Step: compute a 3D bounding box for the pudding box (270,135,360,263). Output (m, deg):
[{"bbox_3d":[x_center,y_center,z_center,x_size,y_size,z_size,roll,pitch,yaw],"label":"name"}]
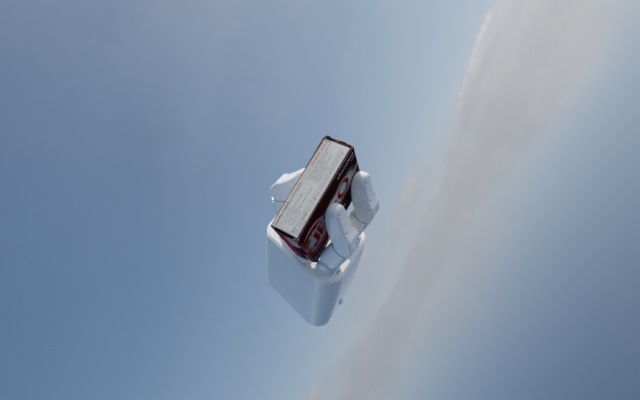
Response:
[{"bbox_3d":[0.000,0.002,0.503,0.039,0.113,0.090,24,-14,18],"label":"pudding box"}]
